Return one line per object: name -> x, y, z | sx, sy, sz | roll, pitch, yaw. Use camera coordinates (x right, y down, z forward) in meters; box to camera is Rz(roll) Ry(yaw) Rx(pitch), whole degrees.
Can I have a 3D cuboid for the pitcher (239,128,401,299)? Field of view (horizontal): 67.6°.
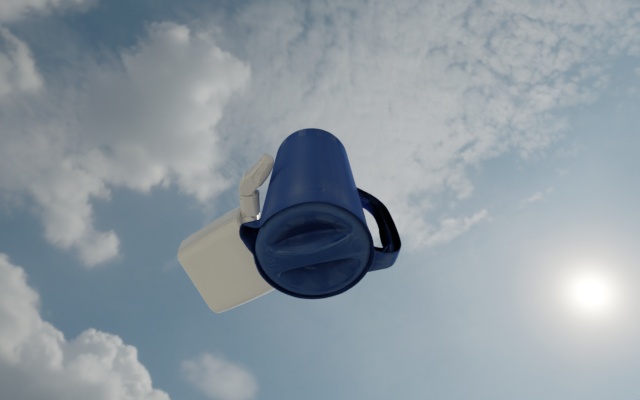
pitcher -> 0.000, 0.002, 0.618 | 0.145, 0.149, 0.242 | -29, 27, 15
